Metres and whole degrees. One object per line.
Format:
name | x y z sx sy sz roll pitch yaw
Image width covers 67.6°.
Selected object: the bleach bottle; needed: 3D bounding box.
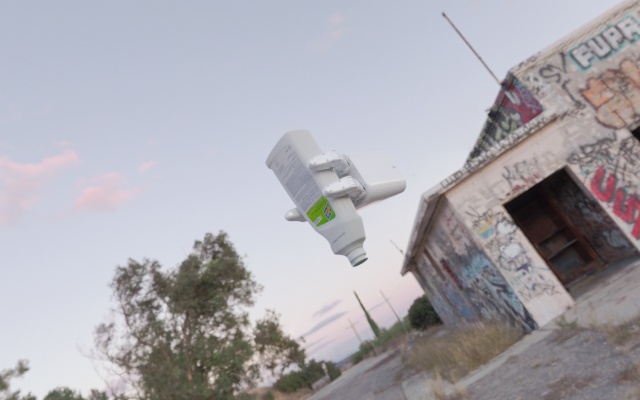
bleach bottle | 0.000 0.003 0.807 0.068 0.250 0.103 -11 -28 -42
